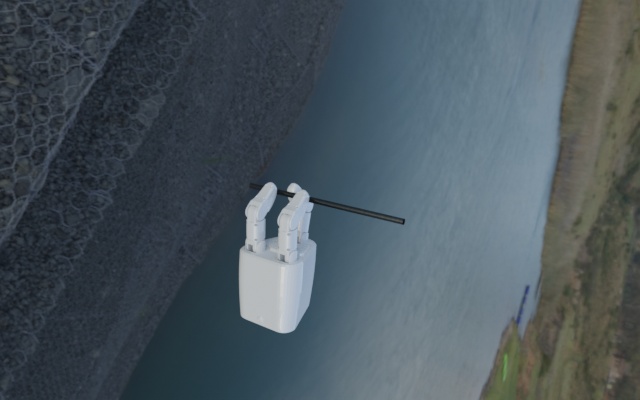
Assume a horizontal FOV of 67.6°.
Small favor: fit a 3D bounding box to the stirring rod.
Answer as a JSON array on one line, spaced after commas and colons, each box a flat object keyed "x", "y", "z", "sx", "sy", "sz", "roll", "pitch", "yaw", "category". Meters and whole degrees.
[{"x": 0.000, "y": 0.002, "z": 0.647, "sx": 0.239, "sy": 0.011, "sz": 0.011, "roll": 13, "pitch": 6, "yaw": 28, "category": "stirring rod"}]
